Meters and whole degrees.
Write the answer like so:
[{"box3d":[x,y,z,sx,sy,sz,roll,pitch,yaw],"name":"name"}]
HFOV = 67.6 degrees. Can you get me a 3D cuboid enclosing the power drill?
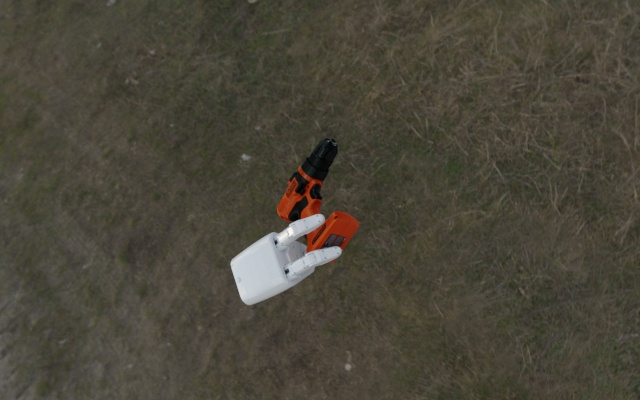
[{"box3d":[0.000,0.003,0.849,0.057,0.184,0.187,15,30,-32],"name":"power drill"}]
